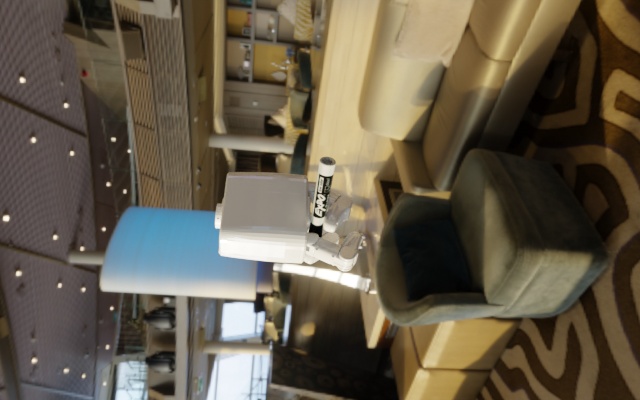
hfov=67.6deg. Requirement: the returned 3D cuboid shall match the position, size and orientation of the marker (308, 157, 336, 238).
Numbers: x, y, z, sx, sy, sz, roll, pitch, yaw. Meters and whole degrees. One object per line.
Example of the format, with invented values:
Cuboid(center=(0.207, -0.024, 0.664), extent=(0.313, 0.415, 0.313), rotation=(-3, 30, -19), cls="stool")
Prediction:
Cuboid(center=(0.000, 0.002, 0.577), extent=(0.020, 0.121, 0.020), rotation=(6, 38, -5), cls="marker")
